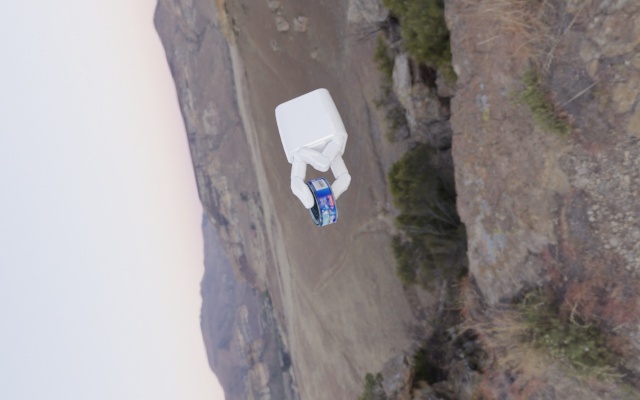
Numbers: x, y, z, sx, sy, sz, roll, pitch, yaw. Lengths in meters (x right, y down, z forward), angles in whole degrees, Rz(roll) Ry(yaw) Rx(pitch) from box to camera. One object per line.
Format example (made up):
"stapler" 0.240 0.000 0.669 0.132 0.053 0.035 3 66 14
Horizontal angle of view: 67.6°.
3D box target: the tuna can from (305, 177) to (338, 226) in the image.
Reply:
"tuna can" 0.000 0.003 0.861 0.034 0.086 0.086 -16 4 -14
